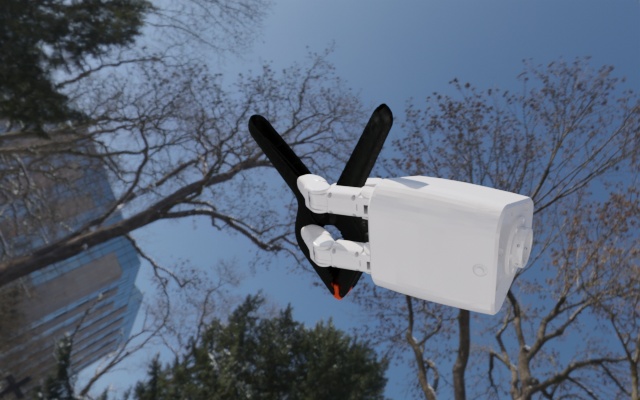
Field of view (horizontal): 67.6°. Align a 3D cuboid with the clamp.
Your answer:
[{"bbox_3d":[0.001,0.002,0.495,0.164,0.210,0.036,11,27,33],"label":"clamp"}]
